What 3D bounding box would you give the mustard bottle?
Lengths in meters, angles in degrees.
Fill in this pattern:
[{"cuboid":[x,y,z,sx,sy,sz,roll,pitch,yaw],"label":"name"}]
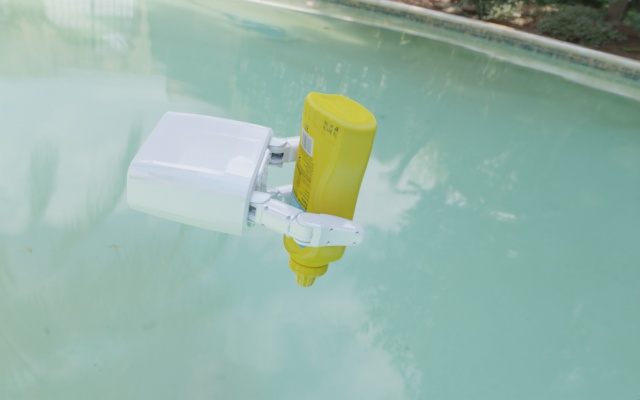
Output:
[{"cuboid":[0.000,0.001,0.457,0.058,0.192,0.096,0,28,-23],"label":"mustard bottle"}]
